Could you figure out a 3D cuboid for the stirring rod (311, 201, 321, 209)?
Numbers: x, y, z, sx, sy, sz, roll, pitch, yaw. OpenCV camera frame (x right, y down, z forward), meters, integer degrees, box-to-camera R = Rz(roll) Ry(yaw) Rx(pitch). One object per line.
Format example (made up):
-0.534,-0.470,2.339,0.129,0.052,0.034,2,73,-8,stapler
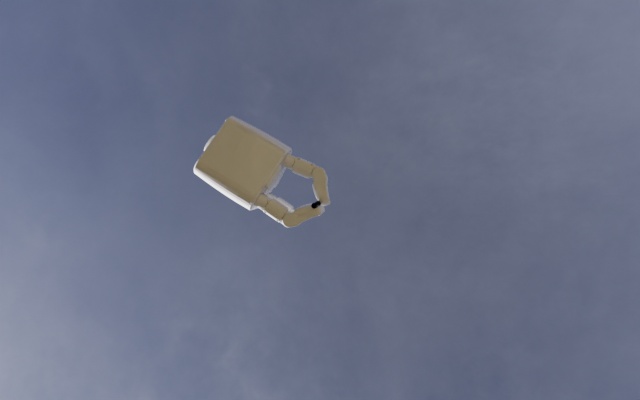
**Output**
0.000,0.002,0.771,0.011,0.011,0.239,0,2,4,stirring rod
